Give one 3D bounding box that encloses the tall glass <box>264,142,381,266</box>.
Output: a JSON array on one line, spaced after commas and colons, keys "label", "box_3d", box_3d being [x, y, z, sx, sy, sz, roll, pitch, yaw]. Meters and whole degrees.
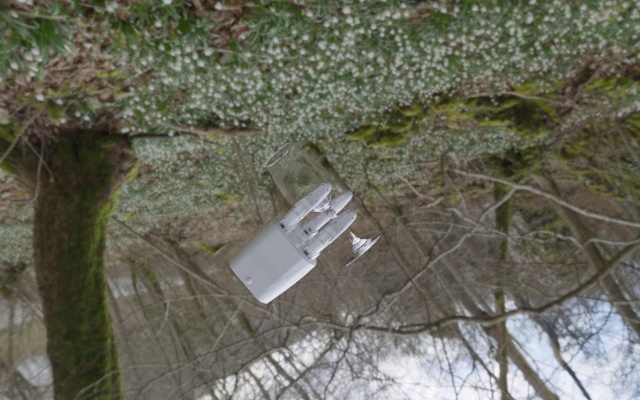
[{"label": "tall glass", "box_3d": [0.001, 0.003, 0.745, 0.079, 0.201, 0.079, -41, -3, -2]}]
